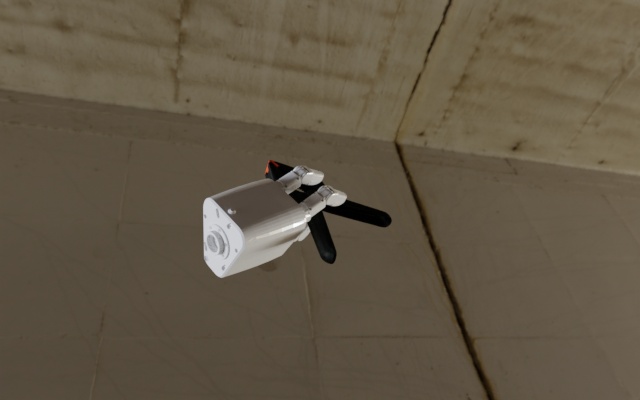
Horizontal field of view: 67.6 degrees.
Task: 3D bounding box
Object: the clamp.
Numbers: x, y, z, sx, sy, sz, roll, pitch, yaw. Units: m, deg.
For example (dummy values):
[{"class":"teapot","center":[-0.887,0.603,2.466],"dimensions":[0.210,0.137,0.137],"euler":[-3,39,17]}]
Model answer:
[{"class":"clamp","center":[-0.001,0.003,0.737],"dimensions":[0.164,0.036,0.210],"euler":[-17,50,-45]}]
